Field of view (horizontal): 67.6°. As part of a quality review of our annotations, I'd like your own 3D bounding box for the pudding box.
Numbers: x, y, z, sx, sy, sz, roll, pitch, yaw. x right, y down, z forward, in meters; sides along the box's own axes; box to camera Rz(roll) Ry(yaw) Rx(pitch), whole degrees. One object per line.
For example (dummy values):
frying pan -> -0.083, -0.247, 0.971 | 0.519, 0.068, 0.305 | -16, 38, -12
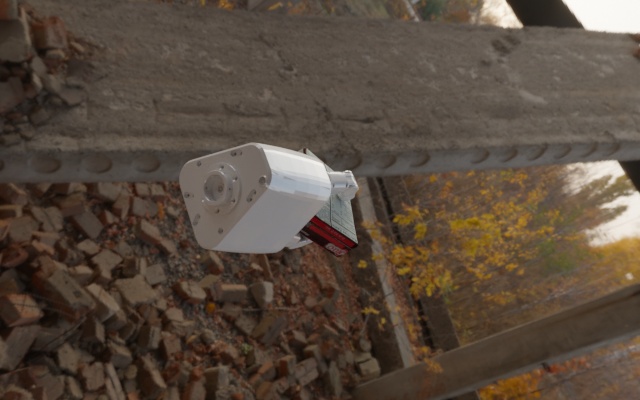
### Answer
pudding box -> 0.000, 0.002, 0.581 | 0.039, 0.113, 0.090 | -31, -47, 26
